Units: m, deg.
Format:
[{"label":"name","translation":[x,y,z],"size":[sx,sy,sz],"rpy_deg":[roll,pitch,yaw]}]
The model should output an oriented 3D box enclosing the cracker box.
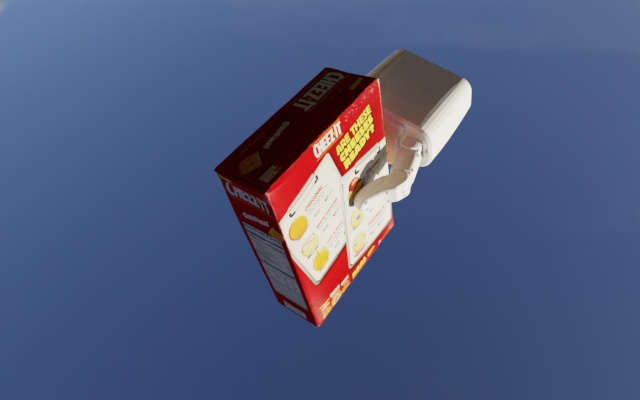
[{"label":"cracker box","translation":[0.000,0.002,0.490],"size":[0.072,0.214,0.164],"rpy_deg":[22,57,31]}]
